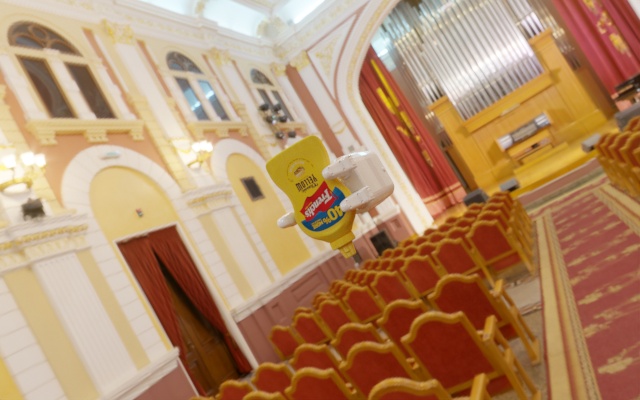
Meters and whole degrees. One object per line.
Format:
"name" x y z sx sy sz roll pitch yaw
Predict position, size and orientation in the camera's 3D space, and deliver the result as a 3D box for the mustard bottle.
"mustard bottle" 0.000 0.002 0.739 0.096 0.191 0.058 -30 -4 10
